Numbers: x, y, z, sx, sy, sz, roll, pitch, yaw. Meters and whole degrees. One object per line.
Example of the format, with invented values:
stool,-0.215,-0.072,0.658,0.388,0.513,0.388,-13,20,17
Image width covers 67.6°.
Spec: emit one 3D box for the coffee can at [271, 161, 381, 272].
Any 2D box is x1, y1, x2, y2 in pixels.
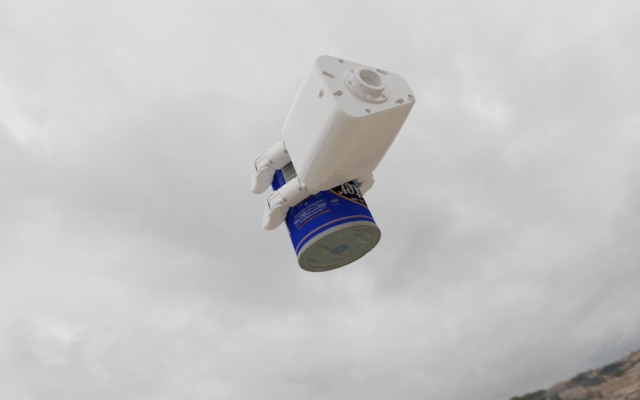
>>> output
coffee can,0.000,0.002,0.586,0.103,0.140,0.103,-17,-30,-10
